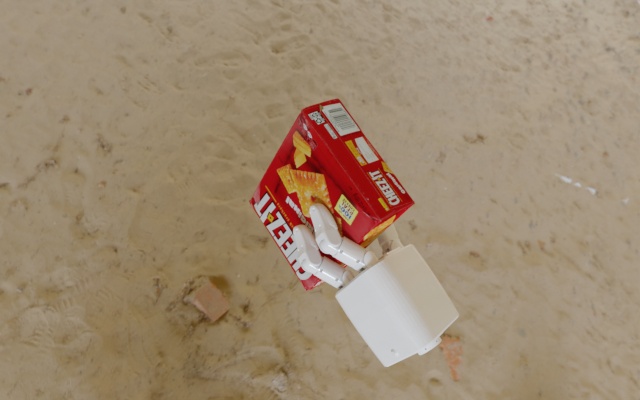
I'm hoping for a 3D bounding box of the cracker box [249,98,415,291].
[{"bbox_3d":[0.000,0.002,0.625,0.072,0.164,0.214,-23,-18,-37],"label":"cracker box"}]
